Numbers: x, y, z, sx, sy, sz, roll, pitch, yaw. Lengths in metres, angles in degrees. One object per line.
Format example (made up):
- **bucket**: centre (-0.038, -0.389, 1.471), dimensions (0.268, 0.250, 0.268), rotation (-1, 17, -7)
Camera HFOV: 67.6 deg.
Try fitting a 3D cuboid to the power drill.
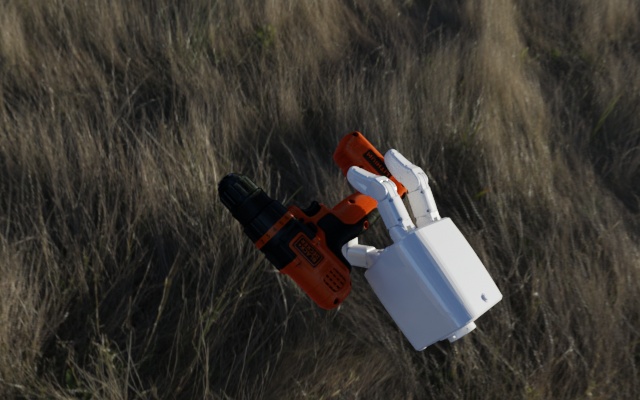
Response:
- **power drill**: centre (0.001, 0.002, 0.551), dimensions (0.187, 0.184, 0.057), rotation (-45, 4, -30)
